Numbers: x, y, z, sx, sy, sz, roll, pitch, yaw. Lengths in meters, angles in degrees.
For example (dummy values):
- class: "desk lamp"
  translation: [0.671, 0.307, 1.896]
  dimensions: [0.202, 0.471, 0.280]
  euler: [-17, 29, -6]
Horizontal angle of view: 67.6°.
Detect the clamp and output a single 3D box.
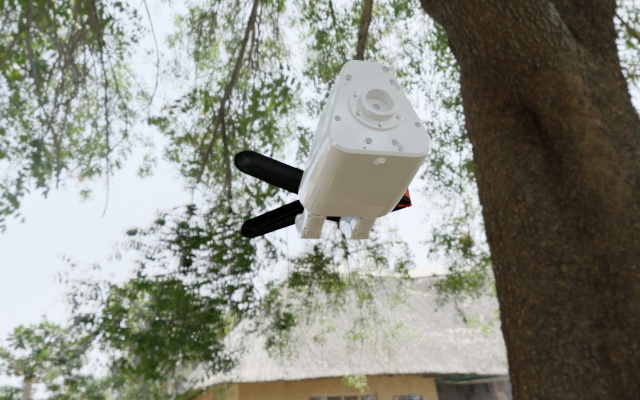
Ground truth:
- class: "clamp"
  translation: [0.001, 0.001, 0.562]
  dimensions: [0.210, 0.036, 0.165]
  euler: [2, -31, -13]
